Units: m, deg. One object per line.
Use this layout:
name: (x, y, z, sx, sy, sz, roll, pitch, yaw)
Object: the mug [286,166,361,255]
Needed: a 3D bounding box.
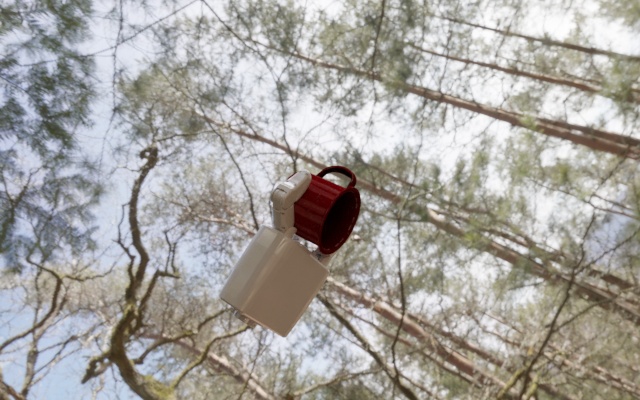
mug: (0.001, 0.001, 0.623, 0.081, 0.117, 0.093, 25, -17, 28)
